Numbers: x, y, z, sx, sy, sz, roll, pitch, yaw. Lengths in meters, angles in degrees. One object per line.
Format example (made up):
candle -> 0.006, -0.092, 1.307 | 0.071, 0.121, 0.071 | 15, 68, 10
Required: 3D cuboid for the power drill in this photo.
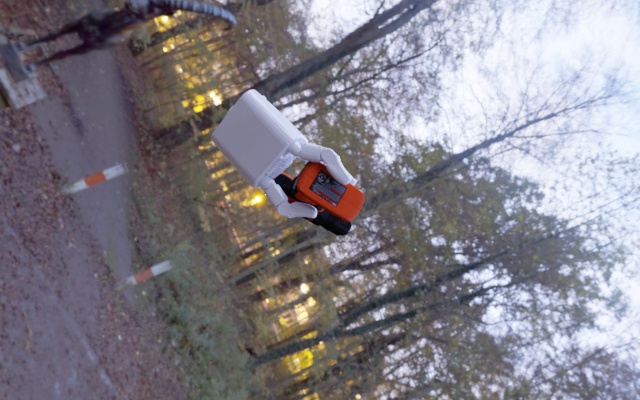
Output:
power drill -> 0.000, 0.002, 0.794 | 0.184, 0.057, 0.187 | 32, -15, -14
